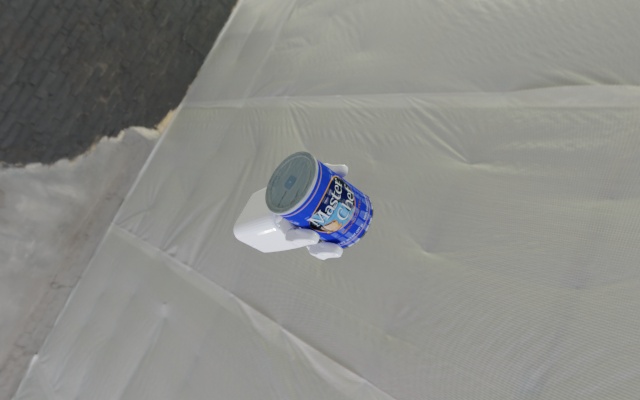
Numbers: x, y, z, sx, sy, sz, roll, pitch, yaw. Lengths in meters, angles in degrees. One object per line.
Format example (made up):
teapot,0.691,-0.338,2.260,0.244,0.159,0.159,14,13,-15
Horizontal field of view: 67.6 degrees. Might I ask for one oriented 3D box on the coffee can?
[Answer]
coffee can,0.000,0.002,0.741,0.103,0.102,0.140,0,-26,47
